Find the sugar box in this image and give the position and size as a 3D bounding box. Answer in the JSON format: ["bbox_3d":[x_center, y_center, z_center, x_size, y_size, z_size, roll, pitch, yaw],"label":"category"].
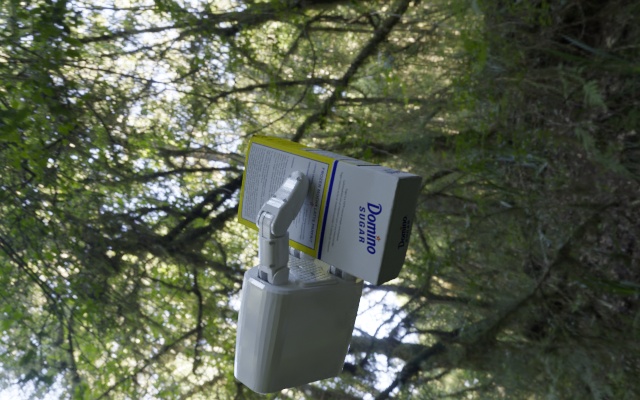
[{"bbox_3d":[0.000,0.002,0.439,0.176,0.093,0.048,20,16,35],"label":"sugar box"}]
